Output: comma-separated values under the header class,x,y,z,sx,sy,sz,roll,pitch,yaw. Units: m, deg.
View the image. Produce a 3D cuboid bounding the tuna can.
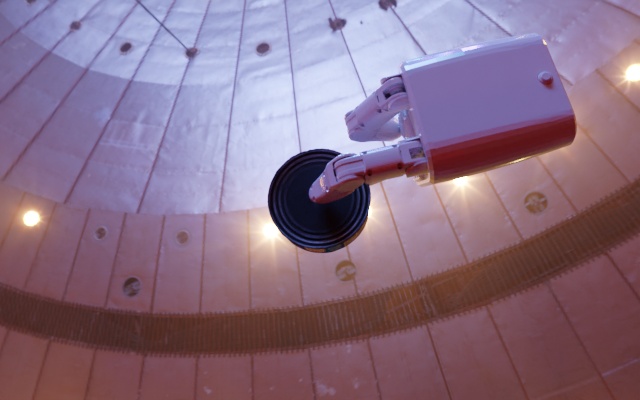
class,x,y,z,sx,sy,sz,roll,pitch,yaw
tuna can,0.000,0.001,0.409,0.086,0.086,0.034,0,-14,6
